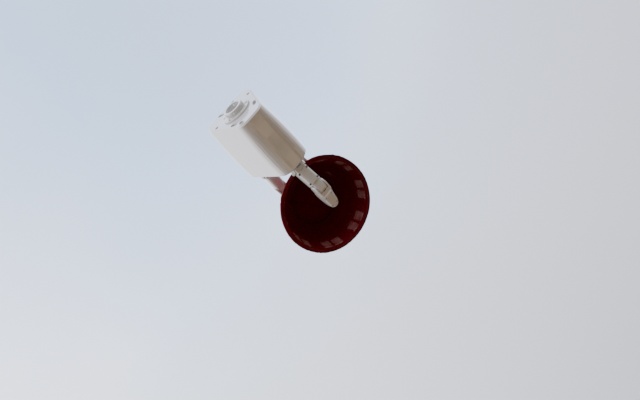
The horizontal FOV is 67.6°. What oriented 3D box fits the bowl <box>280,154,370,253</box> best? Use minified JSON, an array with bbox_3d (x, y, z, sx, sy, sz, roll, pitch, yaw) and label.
[{"bbox_3d":[0.001,0.004,0.793,0.162,0.162,0.055,0,9,-25],"label":"bowl"}]
